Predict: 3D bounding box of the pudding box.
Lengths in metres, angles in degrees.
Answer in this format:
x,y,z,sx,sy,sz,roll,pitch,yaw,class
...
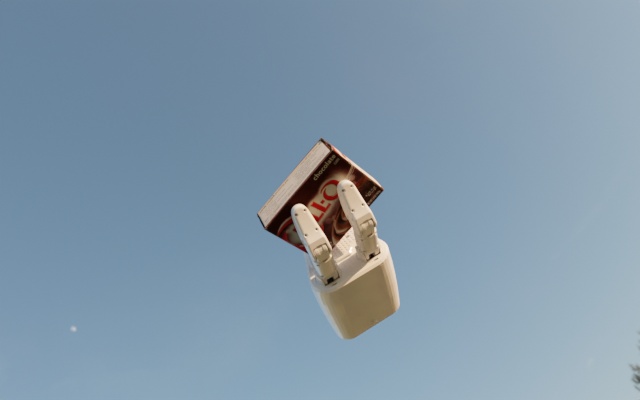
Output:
x,y,z,sx,sy,sz,roll,pitch,yaw,class
0.000,0.002,0.524,0.090,0.113,0.039,33,9,-38,pudding box
